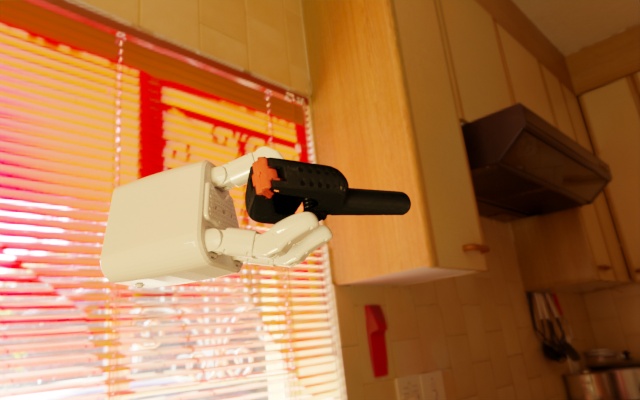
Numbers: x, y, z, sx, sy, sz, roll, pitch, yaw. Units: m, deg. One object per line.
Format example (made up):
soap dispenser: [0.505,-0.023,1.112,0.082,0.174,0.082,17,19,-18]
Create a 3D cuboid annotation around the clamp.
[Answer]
clamp: [0.000,0.001,0.456,0.164,0.036,0.210,-16,-19,10]
